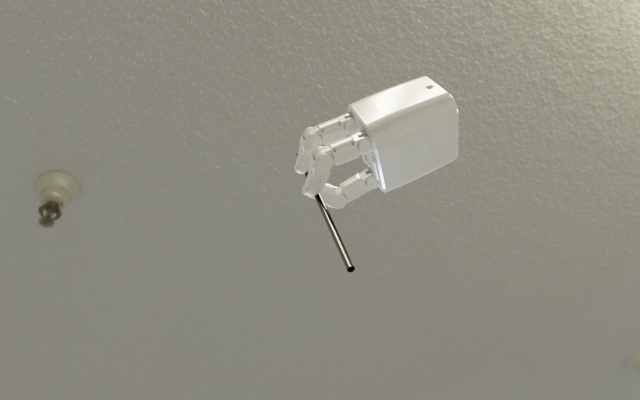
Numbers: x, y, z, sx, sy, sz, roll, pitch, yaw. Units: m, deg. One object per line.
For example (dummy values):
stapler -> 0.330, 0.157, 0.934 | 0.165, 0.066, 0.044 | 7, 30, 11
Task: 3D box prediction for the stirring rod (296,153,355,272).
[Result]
stirring rod -> 0.000, 0.002, 0.554 | 0.011, 0.011, 0.239 | 0, 32, -17
